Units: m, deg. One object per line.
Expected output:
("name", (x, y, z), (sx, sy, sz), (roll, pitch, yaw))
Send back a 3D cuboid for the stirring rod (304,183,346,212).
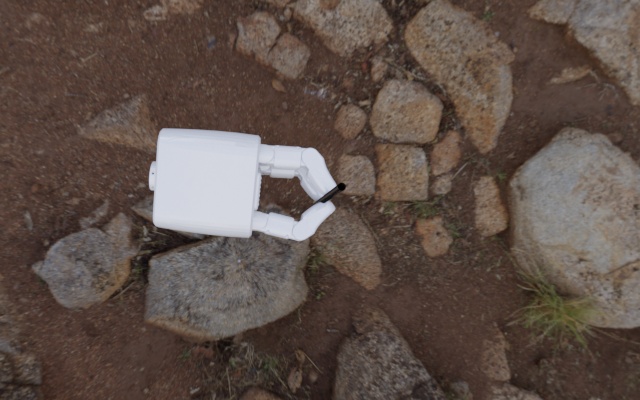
("stirring rod", (0.000, 0.002, 0.567), (0.011, 0.011, 0.239), (0, -7, -10))
